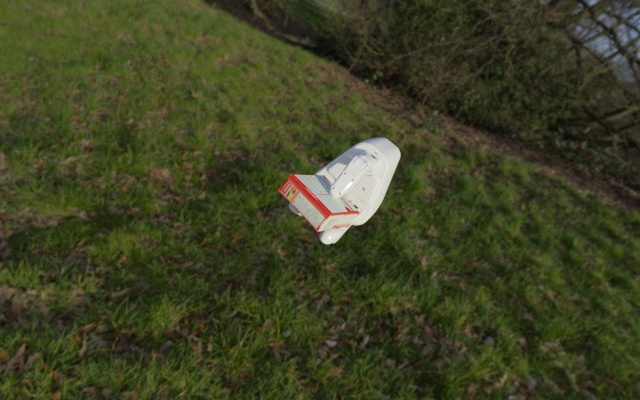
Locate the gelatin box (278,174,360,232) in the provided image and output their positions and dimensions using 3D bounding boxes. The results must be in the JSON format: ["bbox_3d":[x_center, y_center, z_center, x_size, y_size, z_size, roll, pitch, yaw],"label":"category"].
[{"bbox_3d":[0.000,0.002,0.593,0.073,0.030,0.089,46,20,19],"label":"gelatin box"}]
